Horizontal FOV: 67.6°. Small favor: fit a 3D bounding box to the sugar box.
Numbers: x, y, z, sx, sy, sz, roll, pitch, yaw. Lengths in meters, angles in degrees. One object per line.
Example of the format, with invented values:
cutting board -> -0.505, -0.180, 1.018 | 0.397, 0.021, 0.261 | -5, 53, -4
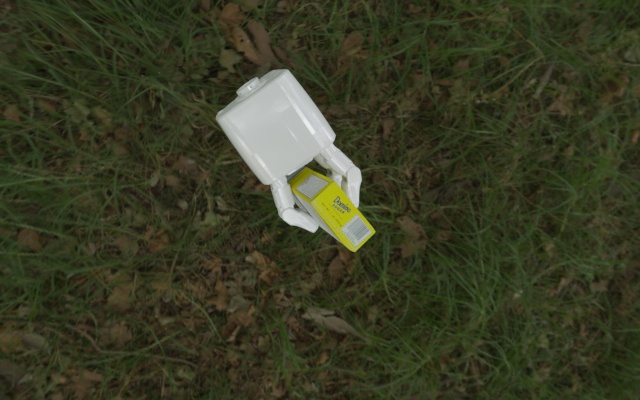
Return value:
sugar box -> 0.000, 0.002, 0.659 | 0.048, 0.093, 0.176 | -41, 23, -4
